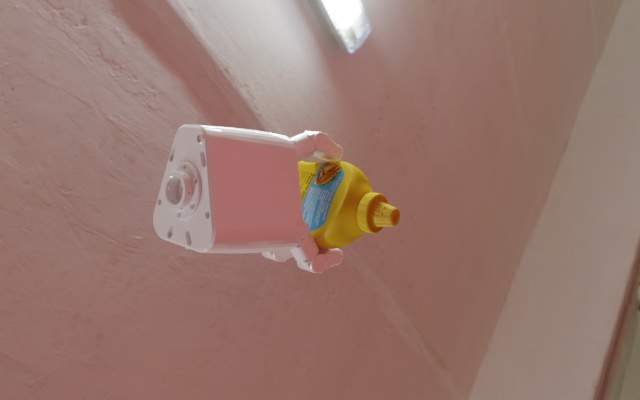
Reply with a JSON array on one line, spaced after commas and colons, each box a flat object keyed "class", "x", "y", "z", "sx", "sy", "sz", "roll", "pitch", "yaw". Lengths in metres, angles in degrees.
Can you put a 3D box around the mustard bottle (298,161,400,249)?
[{"class": "mustard bottle", "x": 0.000, "y": 0.002, "z": 0.523, "sx": 0.191, "sy": 0.096, "sz": 0.058, "roll": 11, "pitch": -19, "yaw": 39}]
